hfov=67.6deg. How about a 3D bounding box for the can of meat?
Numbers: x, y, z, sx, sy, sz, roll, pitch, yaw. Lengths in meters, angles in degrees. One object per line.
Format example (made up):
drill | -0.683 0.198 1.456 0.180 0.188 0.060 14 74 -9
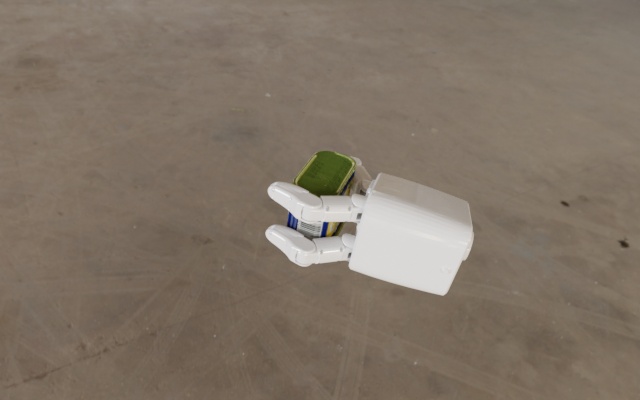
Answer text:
can of meat | 0.000 0.001 0.543 0.057 0.084 0.102 19 38 10
